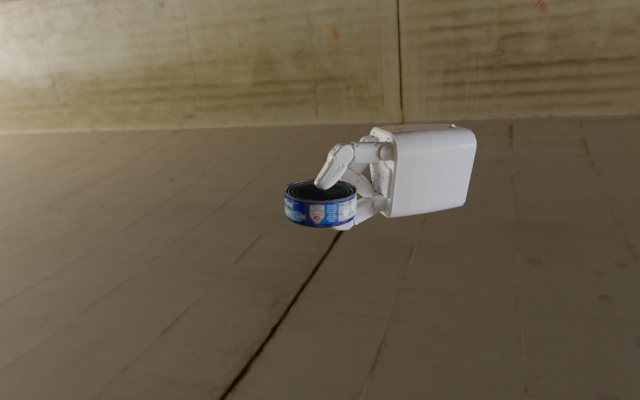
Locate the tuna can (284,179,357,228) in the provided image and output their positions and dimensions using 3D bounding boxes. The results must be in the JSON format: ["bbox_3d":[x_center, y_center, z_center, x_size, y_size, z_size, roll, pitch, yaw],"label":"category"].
[{"bbox_3d":[0.000,0.002,0.564,0.086,0.034,0.086,0,19,0],"label":"tuna can"}]
